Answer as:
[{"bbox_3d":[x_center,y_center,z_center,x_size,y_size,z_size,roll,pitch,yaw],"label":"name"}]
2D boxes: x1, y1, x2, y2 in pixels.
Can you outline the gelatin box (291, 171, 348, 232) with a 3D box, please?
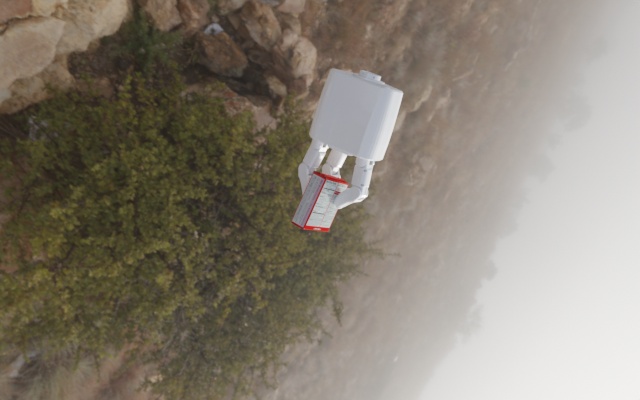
[{"bbox_3d":[0.000,0.003,0.745,0.030,0.089,0.073,28,9,30],"label":"gelatin box"}]
